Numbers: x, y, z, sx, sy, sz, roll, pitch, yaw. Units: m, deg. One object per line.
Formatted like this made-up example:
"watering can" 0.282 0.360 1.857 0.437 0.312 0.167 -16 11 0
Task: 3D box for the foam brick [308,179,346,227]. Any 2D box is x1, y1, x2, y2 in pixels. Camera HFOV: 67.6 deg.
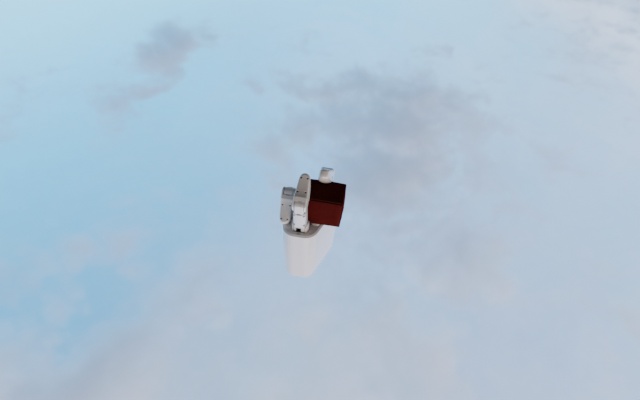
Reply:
"foam brick" 0.000 0.003 0.774 0.078 0.051 0.053 9 41 7
